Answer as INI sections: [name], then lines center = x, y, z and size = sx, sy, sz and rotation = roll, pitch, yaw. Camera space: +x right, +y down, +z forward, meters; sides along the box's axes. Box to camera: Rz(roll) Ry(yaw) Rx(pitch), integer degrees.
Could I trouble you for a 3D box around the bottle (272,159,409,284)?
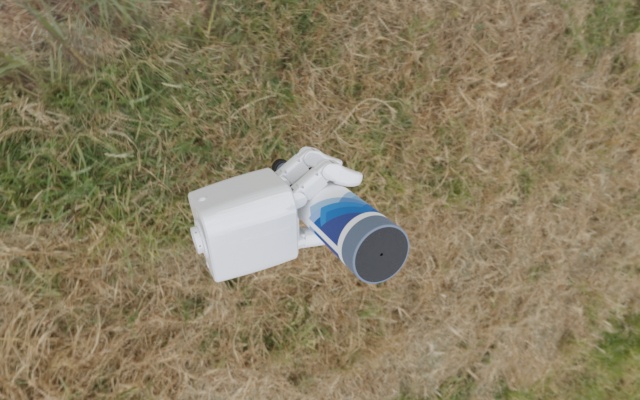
[bottle]
center = 0.000, 0.002, 0.600
size = 0.069, 0.069, 0.295
rotation = 0, 21, -27
